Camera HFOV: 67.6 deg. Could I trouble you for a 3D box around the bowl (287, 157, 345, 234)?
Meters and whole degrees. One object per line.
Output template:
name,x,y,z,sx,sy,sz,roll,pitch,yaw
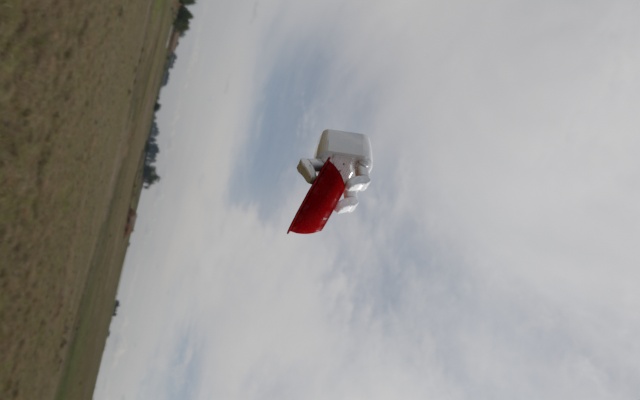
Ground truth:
bowl,0.000,0.004,0.873,0.055,0.162,0.162,29,0,1
